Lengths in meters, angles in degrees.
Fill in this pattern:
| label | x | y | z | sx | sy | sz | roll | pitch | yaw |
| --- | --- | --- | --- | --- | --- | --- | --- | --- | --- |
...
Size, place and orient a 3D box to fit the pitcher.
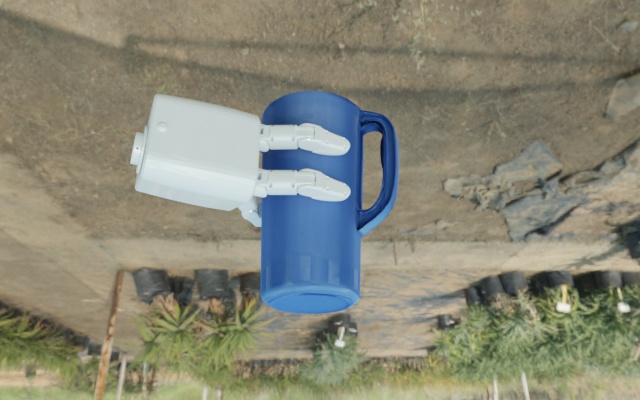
| label | x | y | z | sx | sy | sz | roll | pitch | yaw |
| --- | --- | --- | --- | --- | --- | --- | --- | --- | --- |
| pitcher | 0.000 | 0.002 | 0.562 | 0.145 | 0.242 | 0.149 | 13 | -28 | -24 |
